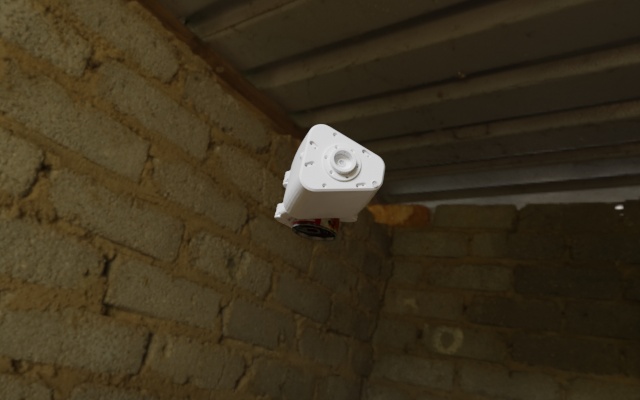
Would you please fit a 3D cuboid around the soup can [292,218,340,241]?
[{"bbox_3d":[0.000,0.002,0.718,0.068,0.102,0.068,10,-21,4],"label":"soup can"}]
